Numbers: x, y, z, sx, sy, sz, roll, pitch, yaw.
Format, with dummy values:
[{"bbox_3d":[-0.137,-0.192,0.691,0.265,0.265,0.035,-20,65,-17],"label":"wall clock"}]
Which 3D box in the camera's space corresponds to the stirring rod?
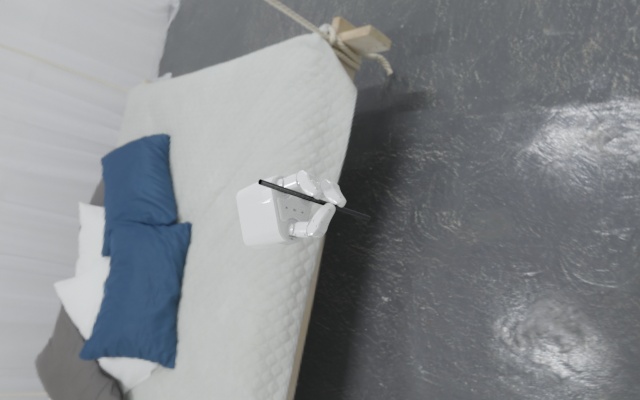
[{"bbox_3d":[0.000,0.003,0.740,0.011,0.011,0.239,0,-14,46],"label":"stirring rod"}]
